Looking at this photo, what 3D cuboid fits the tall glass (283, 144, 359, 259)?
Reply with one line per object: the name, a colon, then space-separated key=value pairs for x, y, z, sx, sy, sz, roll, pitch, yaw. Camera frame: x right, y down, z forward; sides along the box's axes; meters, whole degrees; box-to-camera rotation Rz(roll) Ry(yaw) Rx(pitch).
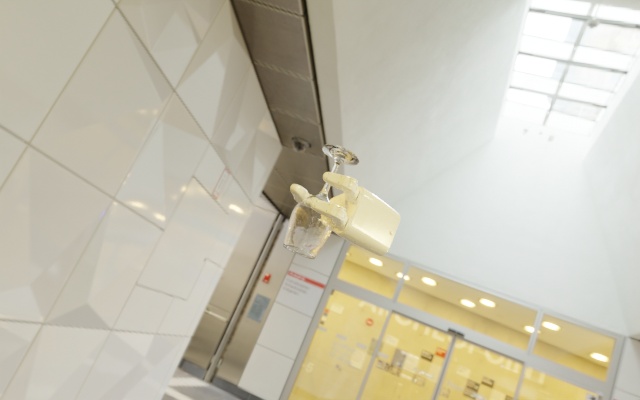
tall glass: x=0.000 y=0.002 z=0.865 sx=0.079 sy=0.201 sz=0.079 roll=22 pitch=-15 yaw=6
